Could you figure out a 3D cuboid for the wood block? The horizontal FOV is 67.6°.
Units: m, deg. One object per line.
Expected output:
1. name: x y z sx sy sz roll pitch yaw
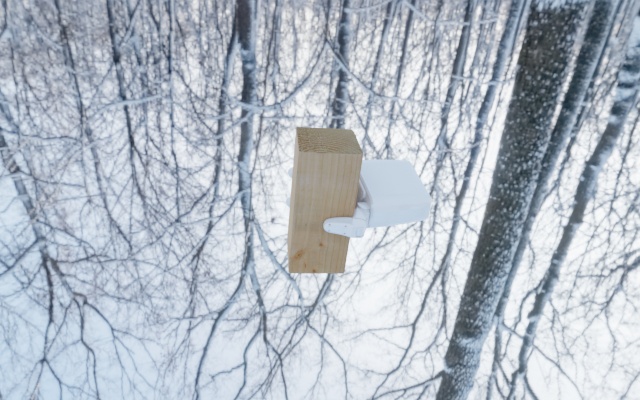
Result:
1. wood block: 0.001 0.003 0.725 0.090 0.206 0.090 2 30 -8
